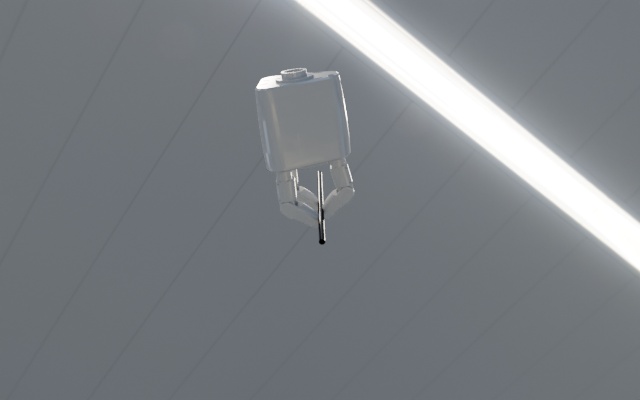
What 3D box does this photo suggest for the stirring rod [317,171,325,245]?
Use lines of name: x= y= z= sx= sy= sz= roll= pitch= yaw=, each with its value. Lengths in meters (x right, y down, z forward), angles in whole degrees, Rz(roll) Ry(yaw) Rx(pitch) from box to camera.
stirring rod: x=0.000 y=0.002 z=0.690 sx=0.011 sy=0.011 sz=0.239 roll=0 pitch=24 yaw=-1
